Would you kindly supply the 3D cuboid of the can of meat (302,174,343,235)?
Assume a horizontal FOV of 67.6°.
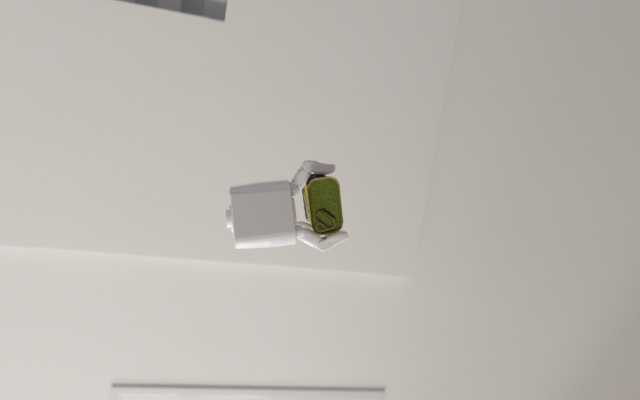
[{"bbox_3d":[0.000,0.003,0.863,0.057,0.102,0.084,-9,12,-11],"label":"can of meat"}]
